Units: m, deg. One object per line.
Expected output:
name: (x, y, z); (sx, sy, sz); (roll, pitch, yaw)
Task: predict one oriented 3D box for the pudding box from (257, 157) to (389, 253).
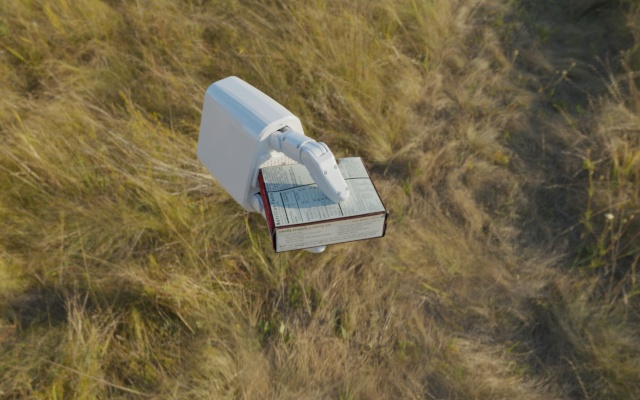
pudding box: (0.000, 0.001, 0.474); (0.113, 0.039, 0.090); (-9, 45, -10)
